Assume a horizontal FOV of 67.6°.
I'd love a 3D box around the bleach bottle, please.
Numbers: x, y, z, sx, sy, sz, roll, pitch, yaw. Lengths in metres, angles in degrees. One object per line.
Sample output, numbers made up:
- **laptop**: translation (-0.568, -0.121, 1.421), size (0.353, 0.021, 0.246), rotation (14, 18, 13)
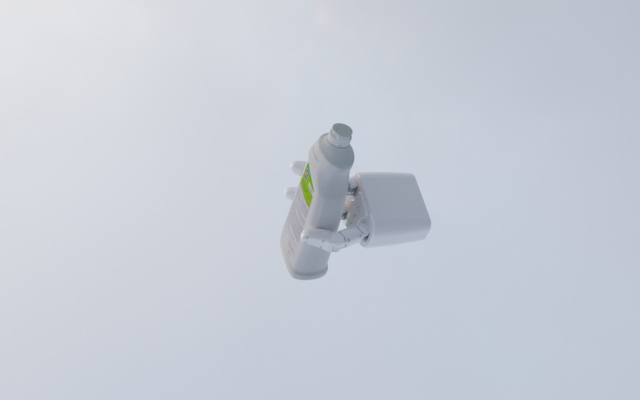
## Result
- **bleach bottle**: translation (0.000, 0.002, 0.696), size (0.068, 0.102, 0.251), rotation (-3, -43, -24)
